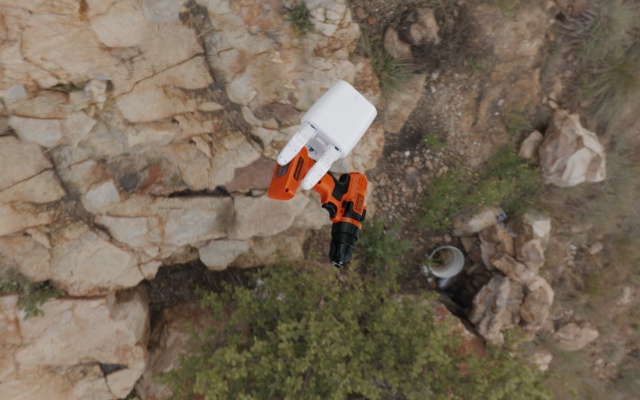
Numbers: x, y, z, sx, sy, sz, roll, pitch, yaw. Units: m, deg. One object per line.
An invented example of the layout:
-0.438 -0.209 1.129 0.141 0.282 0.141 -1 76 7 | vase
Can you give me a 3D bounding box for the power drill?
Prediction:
0.000 0.002 0.823 0.188 0.184 0.057 33 -34 -33 | power drill
